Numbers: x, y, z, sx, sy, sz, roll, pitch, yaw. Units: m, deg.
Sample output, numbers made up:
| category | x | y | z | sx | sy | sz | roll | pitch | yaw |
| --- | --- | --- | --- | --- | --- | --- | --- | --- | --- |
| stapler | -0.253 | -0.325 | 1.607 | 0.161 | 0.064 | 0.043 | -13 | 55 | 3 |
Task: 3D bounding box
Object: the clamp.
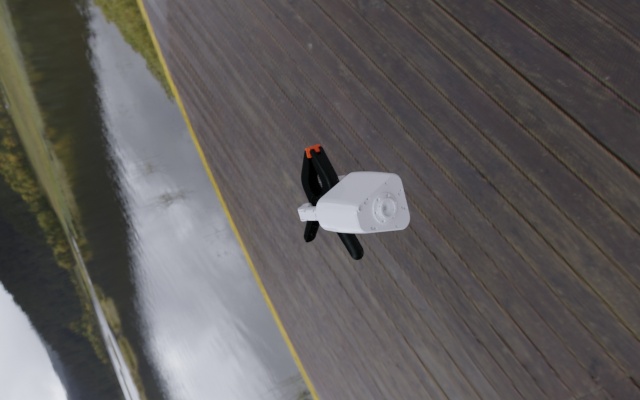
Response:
| category | x | y | z | sx | sy | sz | roll | pitch | yaw |
| --- | --- | --- | --- | --- | --- | --- | --- | --- | --- |
| clamp | -0.001 | 0.003 | 0.878 | 0.036 | 0.210 | 0.164 | -23 | 14 | -33 |
